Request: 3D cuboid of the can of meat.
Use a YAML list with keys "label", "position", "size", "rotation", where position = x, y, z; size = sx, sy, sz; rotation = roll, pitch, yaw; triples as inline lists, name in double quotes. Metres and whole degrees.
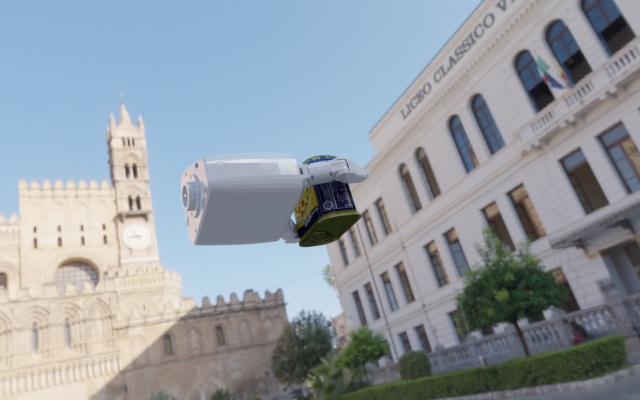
- label: "can of meat"
  position: [0.000, 0.002, 0.607]
  size: [0.057, 0.084, 0.102]
  rotation: [-5, -24, -26]
